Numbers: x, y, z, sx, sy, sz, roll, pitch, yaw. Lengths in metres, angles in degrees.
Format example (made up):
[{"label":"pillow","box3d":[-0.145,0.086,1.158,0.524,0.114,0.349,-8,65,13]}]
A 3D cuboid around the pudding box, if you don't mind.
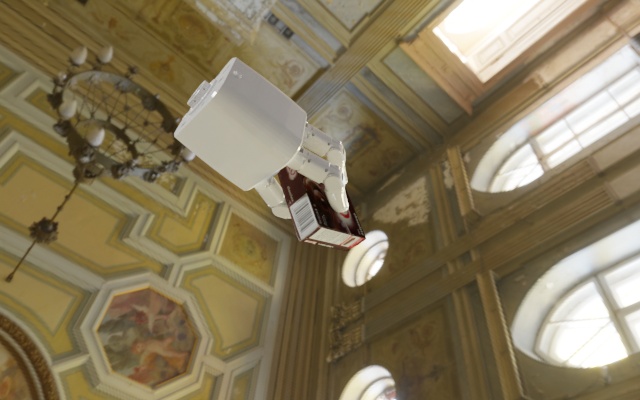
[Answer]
[{"label":"pudding box","box3d":[0.000,0.002,0.587,0.039,0.113,0.090,-37,-34,30]}]
